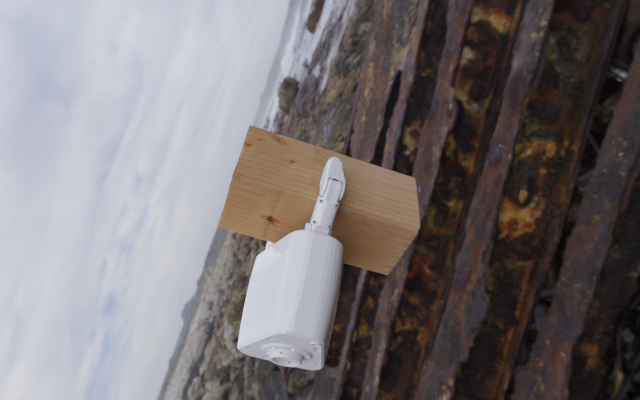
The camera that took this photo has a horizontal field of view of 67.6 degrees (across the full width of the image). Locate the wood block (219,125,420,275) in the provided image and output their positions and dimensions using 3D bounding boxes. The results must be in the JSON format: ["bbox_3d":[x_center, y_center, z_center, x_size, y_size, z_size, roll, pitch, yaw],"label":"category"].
[{"bbox_3d":[0.000,0.002,0.553,0.206,0.091,0.090,17,42,-9],"label":"wood block"}]
